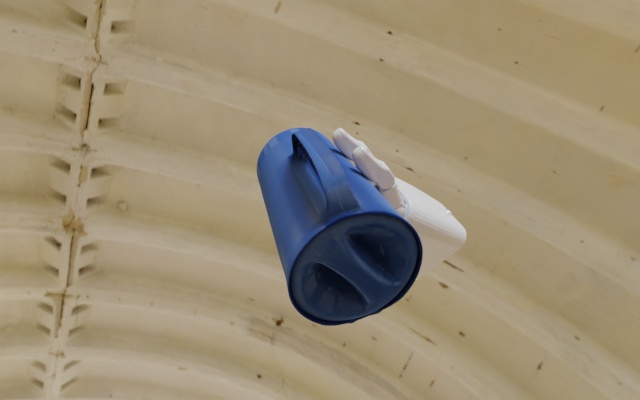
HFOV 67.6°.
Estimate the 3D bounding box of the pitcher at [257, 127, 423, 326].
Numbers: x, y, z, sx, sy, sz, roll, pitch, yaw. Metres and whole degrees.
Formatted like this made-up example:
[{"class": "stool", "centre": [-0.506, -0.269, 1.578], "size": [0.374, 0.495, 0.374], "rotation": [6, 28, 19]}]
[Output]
[{"class": "pitcher", "centre": [0.000, 0.002, 0.529], "size": [0.145, 0.149, 0.242], "rotation": [21, 21, -30]}]
